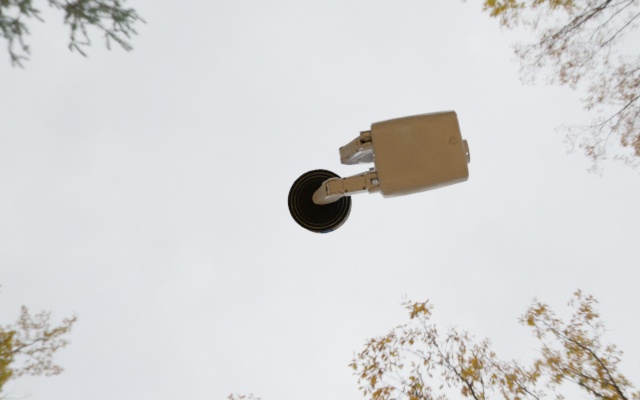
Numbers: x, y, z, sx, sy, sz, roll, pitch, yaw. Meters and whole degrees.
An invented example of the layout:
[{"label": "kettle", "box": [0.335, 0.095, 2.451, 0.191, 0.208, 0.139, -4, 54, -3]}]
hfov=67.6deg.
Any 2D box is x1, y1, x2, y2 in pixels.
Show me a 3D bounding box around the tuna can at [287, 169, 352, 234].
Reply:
[{"label": "tuna can", "box": [0.000, 0.002, 0.651, 0.086, 0.086, 0.034, 0, -10, 9]}]
